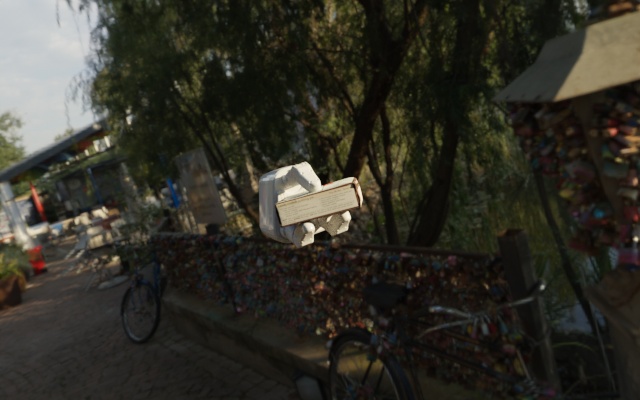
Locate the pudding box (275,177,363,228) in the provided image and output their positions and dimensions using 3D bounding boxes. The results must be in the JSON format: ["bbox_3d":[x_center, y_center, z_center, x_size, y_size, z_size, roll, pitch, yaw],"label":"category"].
[{"bbox_3d":[0.000,0.002,0.662,0.113,0.039,0.090,-17,5,8],"label":"pudding box"}]
